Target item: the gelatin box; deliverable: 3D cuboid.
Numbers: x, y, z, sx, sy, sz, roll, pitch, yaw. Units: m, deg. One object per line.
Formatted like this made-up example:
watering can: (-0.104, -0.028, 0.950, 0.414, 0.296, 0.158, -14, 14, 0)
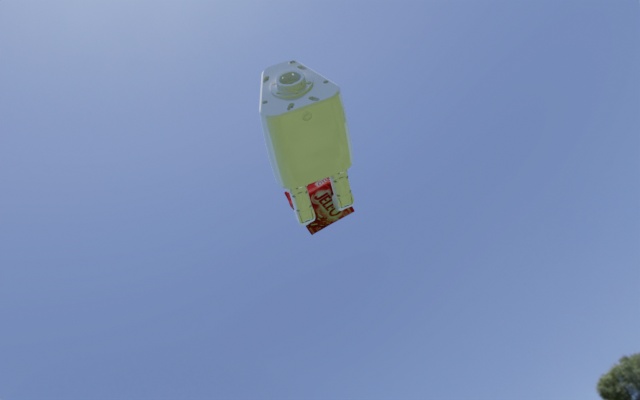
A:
gelatin box: (0.000, 0.002, 0.672, 0.073, 0.030, 0.089, -29, -38, 2)
